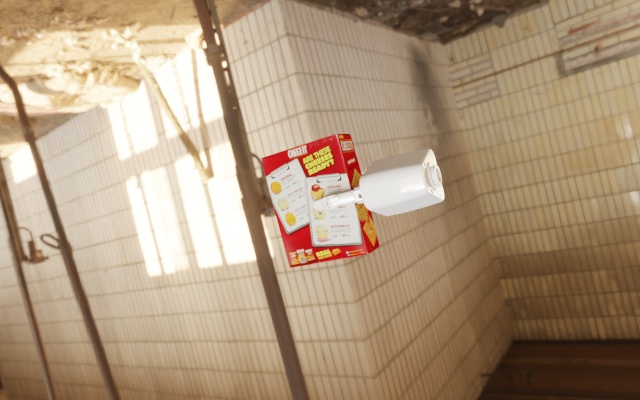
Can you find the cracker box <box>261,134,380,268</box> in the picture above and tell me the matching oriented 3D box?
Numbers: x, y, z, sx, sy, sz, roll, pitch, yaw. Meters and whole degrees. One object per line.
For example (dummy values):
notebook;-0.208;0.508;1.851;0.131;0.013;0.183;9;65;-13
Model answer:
cracker box;0.000;0.003;0.872;0.164;0.213;0.072;-14;1;27
